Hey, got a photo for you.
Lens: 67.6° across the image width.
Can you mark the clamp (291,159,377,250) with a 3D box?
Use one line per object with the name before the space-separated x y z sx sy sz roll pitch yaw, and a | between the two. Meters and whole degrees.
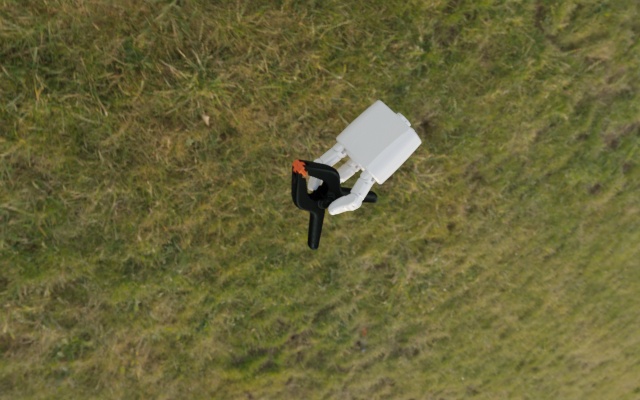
clamp | 0.000 0.003 0.862 0.210 0.164 0.036 40 7 -48
